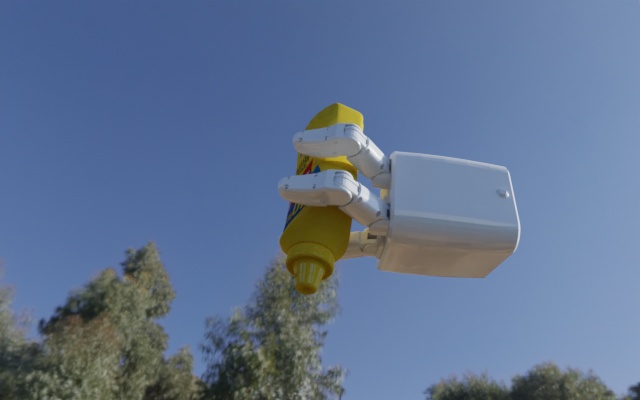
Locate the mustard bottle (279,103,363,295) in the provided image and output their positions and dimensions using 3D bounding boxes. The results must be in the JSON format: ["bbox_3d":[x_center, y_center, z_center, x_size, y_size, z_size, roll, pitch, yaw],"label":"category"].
[{"bbox_3d":[0.000,0.001,0.448,0.058,0.191,0.096,23,-43,-16],"label":"mustard bottle"}]
